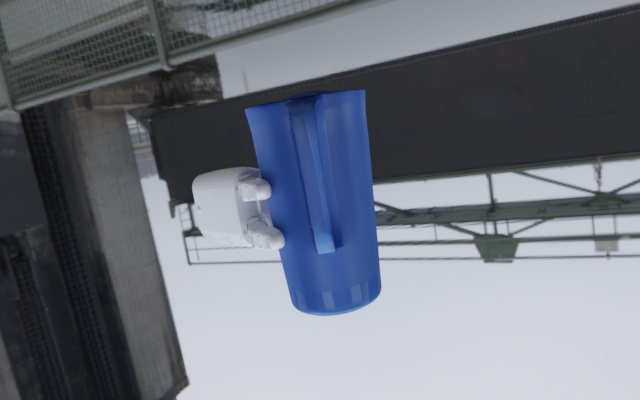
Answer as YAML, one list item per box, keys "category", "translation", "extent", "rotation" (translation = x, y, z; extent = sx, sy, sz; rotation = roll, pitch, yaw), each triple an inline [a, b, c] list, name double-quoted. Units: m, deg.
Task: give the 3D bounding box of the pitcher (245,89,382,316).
- category: "pitcher"
  translation: [0.000, 0.002, 0.533]
  extent: [0.145, 0.243, 0.149]
  rotation: [0, 13, 45]
